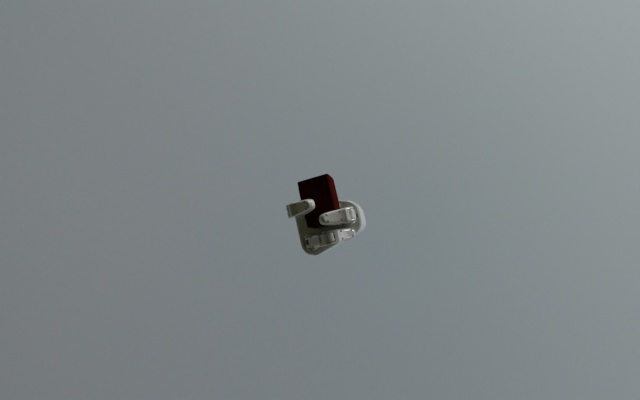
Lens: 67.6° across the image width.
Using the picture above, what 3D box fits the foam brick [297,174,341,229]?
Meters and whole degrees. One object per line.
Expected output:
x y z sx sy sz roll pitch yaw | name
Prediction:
0.000 0.002 0.776 0.053 0.078 0.051 -14 -6 11 | foam brick
